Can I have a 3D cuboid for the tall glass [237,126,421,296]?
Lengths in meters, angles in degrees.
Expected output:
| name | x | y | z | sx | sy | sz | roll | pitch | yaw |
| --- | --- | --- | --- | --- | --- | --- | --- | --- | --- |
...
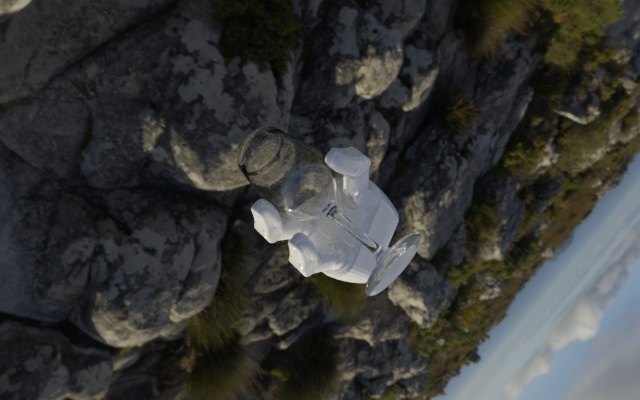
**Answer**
| name | x | y | z | sx | sy | sz | roll | pitch | yaw |
| --- | --- | --- | --- | --- | --- | --- | --- | --- | --- |
| tall glass | 0.001 | 0.002 | 0.480 | 0.201 | 0.079 | 0.079 | 41 | 21 | 27 |
